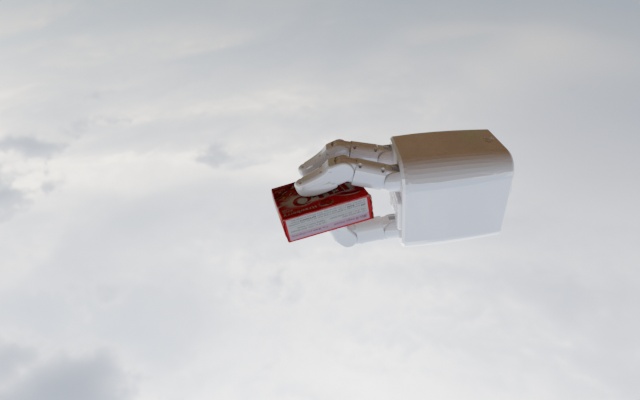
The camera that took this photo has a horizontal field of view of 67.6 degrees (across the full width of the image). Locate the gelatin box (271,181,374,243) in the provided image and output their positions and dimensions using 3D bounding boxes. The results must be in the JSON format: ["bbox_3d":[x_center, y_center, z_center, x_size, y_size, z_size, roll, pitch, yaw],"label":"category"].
[{"bbox_3d":[0.000,0.002,0.480,0.089,0.030,0.073,-16,28,-7],"label":"gelatin box"}]
